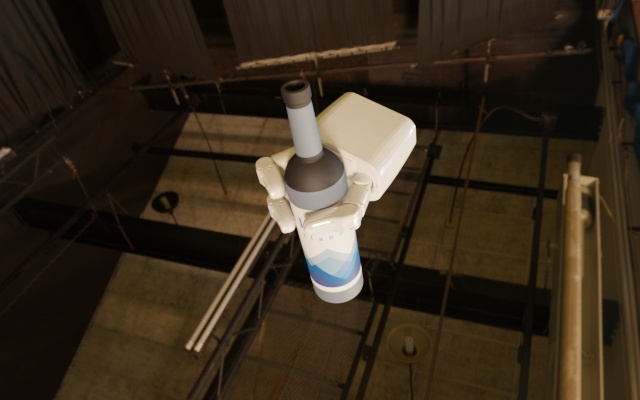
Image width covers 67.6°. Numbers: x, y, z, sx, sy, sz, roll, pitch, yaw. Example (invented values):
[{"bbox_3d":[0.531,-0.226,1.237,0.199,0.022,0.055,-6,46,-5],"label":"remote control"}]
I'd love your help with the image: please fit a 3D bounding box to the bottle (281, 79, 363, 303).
[{"bbox_3d":[0.000,0.002,0.539,0.069,0.296,0.069,-7,42,6],"label":"bottle"}]
